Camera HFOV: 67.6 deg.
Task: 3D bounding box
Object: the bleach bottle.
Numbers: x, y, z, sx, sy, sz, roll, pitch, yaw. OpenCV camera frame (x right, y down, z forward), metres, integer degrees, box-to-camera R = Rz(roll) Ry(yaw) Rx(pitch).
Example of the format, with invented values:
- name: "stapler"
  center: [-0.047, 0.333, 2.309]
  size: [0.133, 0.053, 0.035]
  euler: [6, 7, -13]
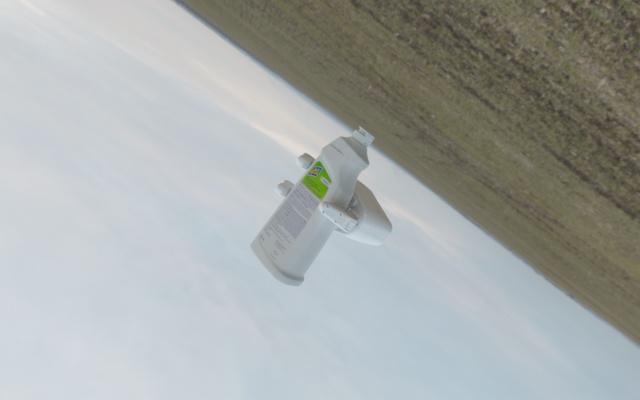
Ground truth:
- name: "bleach bottle"
  center: [0.000, 0.002, 0.719]
  size: [0.102, 0.251, 0.068]
  euler: [43, 11, 36]
